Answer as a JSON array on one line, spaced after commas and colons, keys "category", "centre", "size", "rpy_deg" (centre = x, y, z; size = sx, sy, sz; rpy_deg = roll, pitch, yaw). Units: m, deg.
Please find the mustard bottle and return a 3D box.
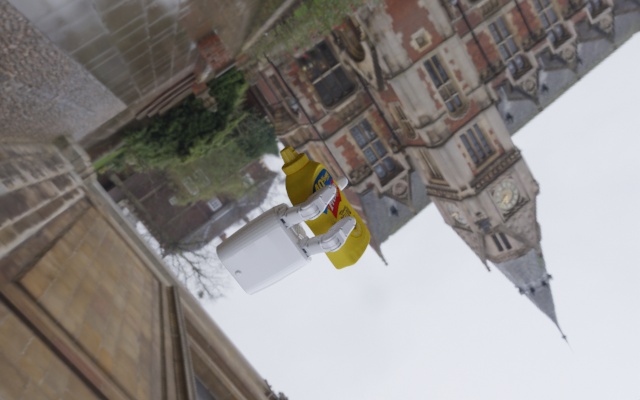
[{"category": "mustard bottle", "centre": [0.001, 0.002, 0.704], "size": [0.058, 0.192, 0.096], "rpy_deg": [-23, 20, 33]}]
